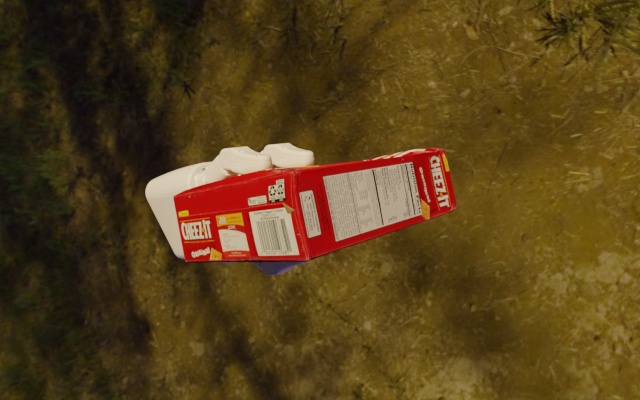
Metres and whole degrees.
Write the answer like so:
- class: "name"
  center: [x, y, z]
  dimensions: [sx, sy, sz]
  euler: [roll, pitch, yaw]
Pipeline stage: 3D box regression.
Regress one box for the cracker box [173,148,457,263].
- class: "cracker box"
  center: [0.000, 0.002, 0.450]
  dimensions: [0.164, 0.072, 0.213]
  euler: [-8, 3, 44]
